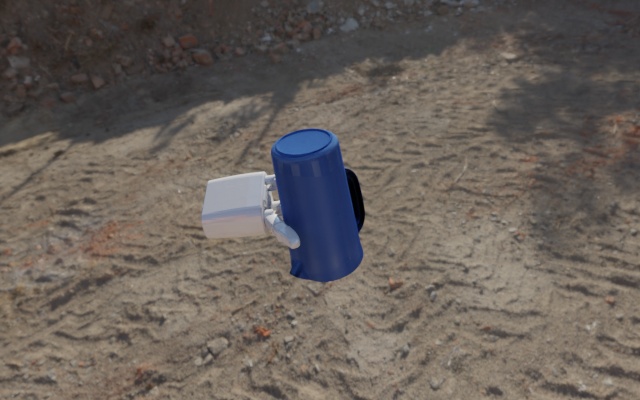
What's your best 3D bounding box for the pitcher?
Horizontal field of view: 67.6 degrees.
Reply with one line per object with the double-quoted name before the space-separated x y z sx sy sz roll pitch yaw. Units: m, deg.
"pitcher" 0.000 0.003 0.809 0.145 0.243 0.149 -7 33 5
